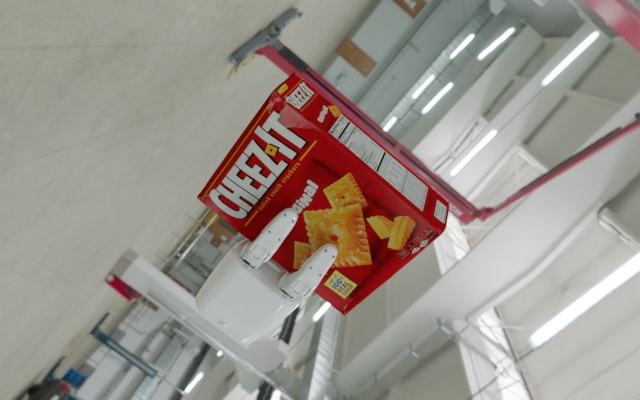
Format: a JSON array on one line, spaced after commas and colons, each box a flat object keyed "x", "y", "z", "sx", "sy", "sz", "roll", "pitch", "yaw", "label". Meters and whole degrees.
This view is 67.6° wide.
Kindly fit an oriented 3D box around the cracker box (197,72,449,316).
[{"x": 0.000, "y": 0.002, "z": 0.507, "sx": 0.164, "sy": 0.214, "sz": 0.072, "roll": -47, "pitch": 8, "yaw": 33, "label": "cracker box"}]
